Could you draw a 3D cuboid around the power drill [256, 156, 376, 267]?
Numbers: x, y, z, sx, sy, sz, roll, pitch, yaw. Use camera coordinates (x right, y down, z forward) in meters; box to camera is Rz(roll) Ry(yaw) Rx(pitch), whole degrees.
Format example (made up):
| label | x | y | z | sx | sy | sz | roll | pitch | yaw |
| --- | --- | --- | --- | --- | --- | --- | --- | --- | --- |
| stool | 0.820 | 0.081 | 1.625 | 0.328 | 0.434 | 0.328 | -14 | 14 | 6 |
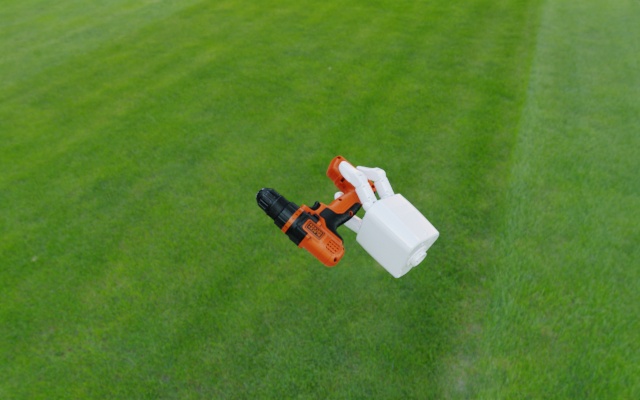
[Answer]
| label | x | y | z | sx | sy | sz | roll | pitch | yaw |
| --- | --- | --- | --- | --- | --- | --- | --- | --- | --- |
| power drill | 0.001 | 0.003 | 0.864 | 0.187 | 0.184 | 0.057 | -48 | -2 | -32 |
